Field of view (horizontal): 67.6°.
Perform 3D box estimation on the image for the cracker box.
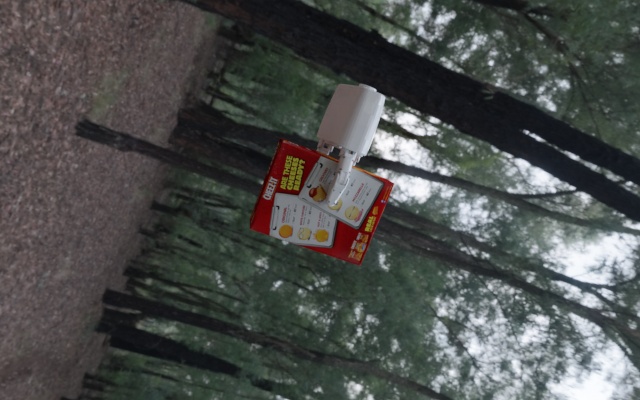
[{"bbox_3d":[0.000,0.003,0.855,0.214,0.164,0.072,20,8,-13],"label":"cracker box"}]
